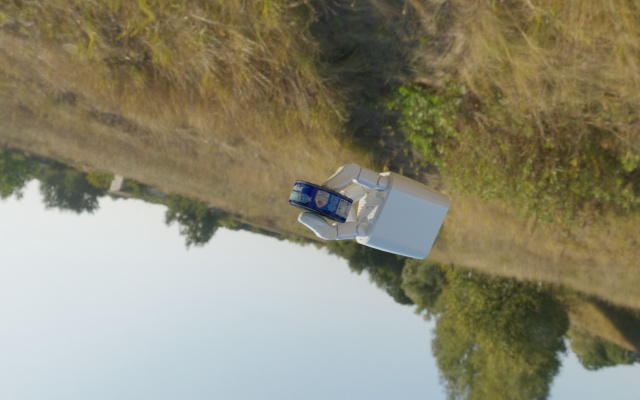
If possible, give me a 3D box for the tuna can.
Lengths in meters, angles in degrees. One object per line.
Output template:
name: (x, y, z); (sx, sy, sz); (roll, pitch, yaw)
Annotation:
tuna can: (0.000, 0.003, 0.659); (0.086, 0.034, 0.086); (20, -5, 2)
